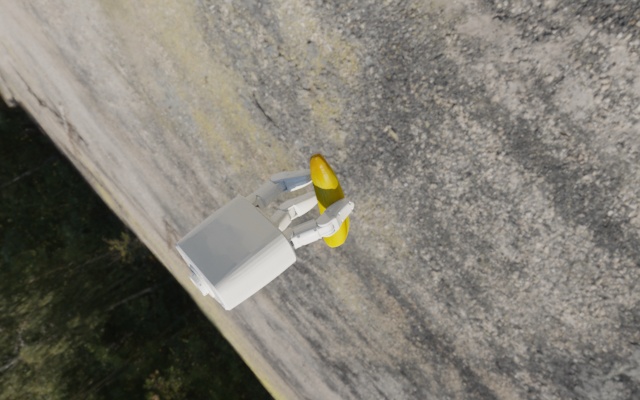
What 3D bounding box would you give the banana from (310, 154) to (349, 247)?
[{"bbox_3d":[0.012,0.016,0.668,0.037,0.069,0.198,-35,-27,-18],"label":"banana"}]
